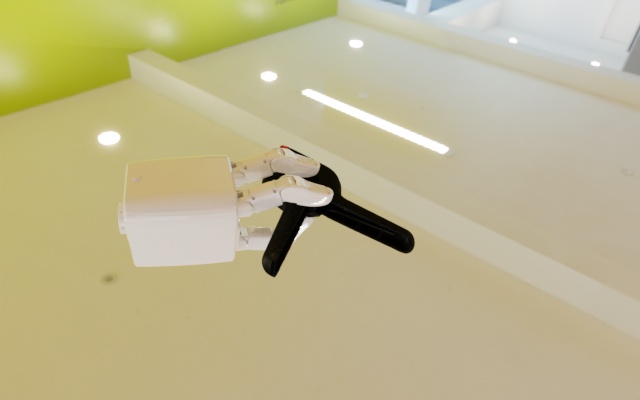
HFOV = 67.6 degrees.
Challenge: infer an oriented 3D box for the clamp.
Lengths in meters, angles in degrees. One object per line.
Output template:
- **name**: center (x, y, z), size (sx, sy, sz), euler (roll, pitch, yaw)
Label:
- **clamp**: center (0.000, 0.002, 0.541), size (0.164, 0.036, 0.209), euler (-1, 37, -18)
